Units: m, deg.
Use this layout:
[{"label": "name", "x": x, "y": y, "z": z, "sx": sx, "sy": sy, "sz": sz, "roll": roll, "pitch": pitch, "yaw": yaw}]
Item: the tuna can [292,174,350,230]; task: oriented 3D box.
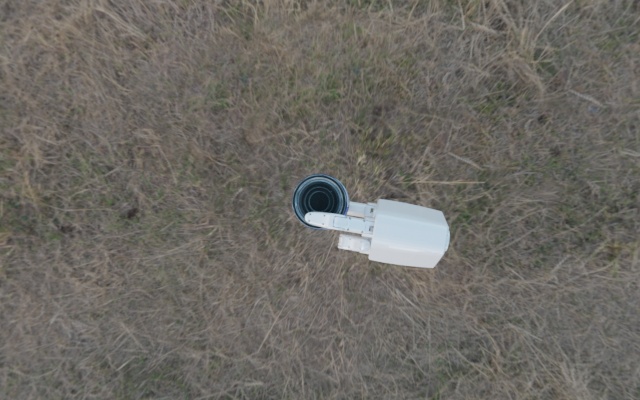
[{"label": "tuna can", "x": 0.000, "y": 0.002, "z": 0.727, "sx": 0.086, "sy": 0.086, "sz": 0.034, "roll": 0, "pitch": -2, "yaw": 9}]
